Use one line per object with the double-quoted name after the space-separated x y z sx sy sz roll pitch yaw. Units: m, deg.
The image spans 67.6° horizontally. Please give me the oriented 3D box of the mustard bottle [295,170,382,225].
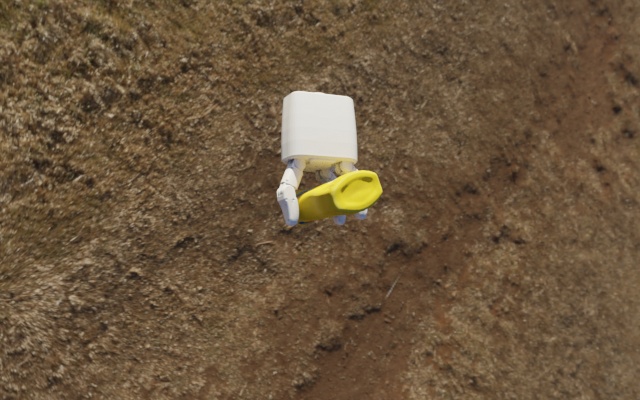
0.000 0.003 0.745 0.096 0.058 0.191 -23 4 -36 "mustard bottle"
